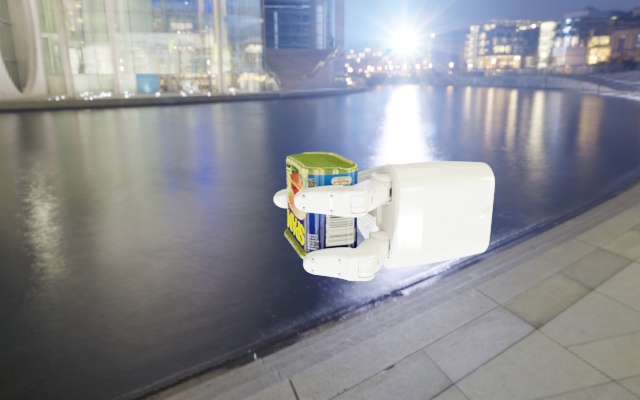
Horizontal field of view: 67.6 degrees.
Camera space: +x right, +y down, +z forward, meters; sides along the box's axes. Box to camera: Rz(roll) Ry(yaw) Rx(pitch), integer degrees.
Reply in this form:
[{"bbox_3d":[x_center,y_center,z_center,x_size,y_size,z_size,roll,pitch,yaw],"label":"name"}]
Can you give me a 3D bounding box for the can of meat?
[{"bbox_3d":[0.000,0.001,0.457,0.057,0.084,0.102,-4,15,-16],"label":"can of meat"}]
